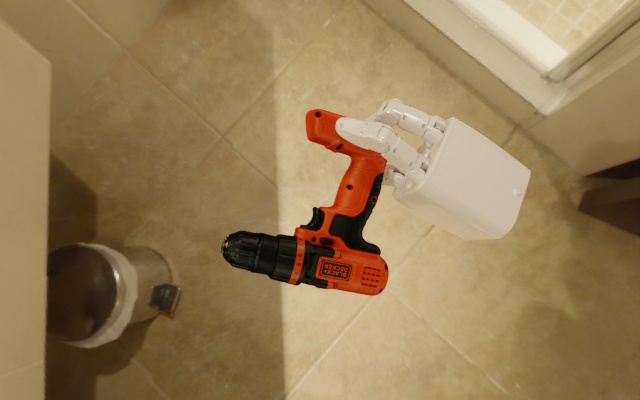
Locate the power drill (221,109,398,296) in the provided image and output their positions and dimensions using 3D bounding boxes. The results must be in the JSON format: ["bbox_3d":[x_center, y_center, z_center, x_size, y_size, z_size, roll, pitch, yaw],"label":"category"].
[{"bbox_3d":[0.000,0.001,0.519,0.184,0.187,0.057,13,0,-15],"label":"power drill"}]
